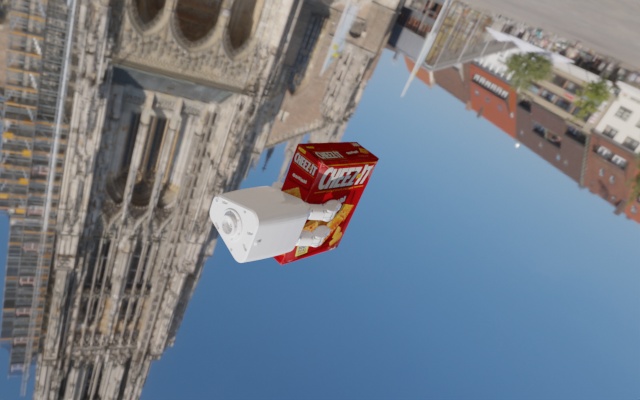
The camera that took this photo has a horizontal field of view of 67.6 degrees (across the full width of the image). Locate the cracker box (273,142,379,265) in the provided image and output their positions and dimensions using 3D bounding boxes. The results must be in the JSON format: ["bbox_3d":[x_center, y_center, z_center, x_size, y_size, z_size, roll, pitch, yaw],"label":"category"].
[{"bbox_3d":[0.000,0.003,0.873,0.072,0.214,0.164,40,31,30],"label":"cracker box"}]
